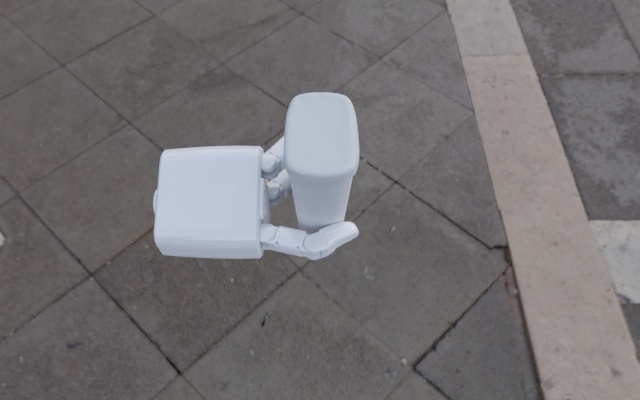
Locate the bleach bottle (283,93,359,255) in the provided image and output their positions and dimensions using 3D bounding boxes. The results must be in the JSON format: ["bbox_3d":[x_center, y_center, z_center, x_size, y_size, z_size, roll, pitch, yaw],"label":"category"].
[{"bbox_3d":[0.000,0.002,0.533,0.068,0.102,0.251,0,-32,0],"label":"bleach bottle"}]
